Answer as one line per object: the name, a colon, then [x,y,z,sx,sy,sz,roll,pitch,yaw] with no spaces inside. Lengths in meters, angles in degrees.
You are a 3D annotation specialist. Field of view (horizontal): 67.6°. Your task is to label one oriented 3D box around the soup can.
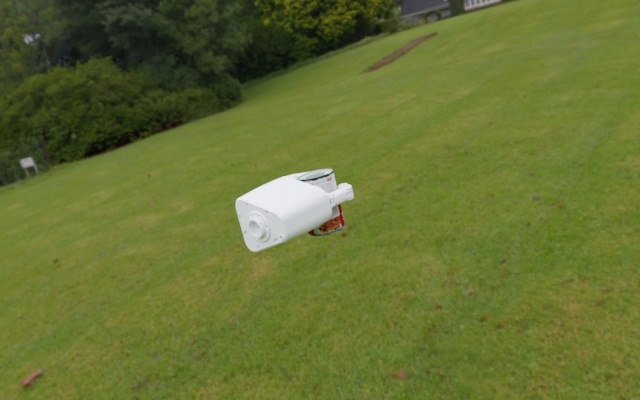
soup can: [0.000,0.002,0.831,0.068,0.102,0.068,-12,14,3]
